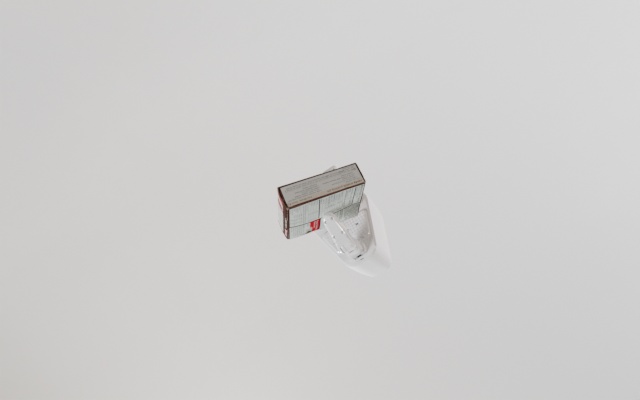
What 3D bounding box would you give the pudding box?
[{"bbox_3d":[0.000,0.002,0.640,0.113,0.039,0.090,-20,-28,-15],"label":"pudding box"}]
